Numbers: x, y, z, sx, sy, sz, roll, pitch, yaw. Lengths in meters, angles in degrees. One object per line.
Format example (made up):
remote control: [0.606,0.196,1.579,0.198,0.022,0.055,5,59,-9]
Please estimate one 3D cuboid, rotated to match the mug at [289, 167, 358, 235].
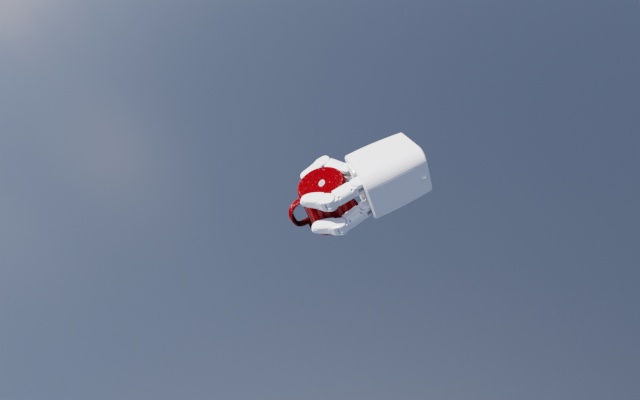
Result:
mug: [-0.001,0.003,0.805,0.117,0.082,0.093,-26,42,-2]
